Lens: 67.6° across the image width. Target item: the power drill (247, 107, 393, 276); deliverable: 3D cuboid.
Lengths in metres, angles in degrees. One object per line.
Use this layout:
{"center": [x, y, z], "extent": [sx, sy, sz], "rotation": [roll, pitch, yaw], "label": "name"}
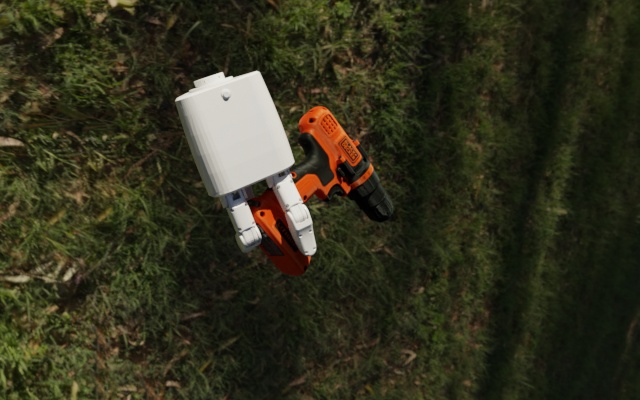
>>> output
{"center": [0.000, 0.002, 0.600], "extent": [0.057, 0.184, 0.187], "rotation": [-13, 31, 53], "label": "power drill"}
